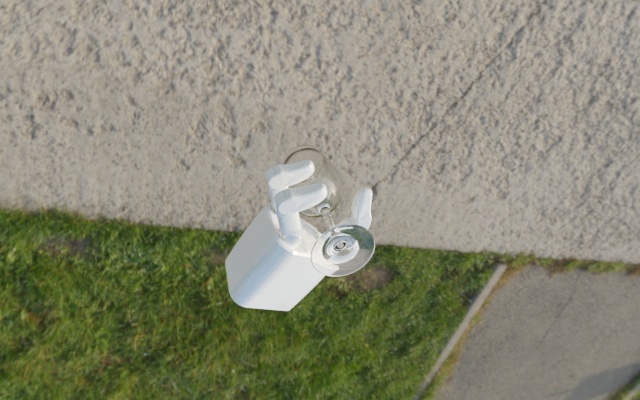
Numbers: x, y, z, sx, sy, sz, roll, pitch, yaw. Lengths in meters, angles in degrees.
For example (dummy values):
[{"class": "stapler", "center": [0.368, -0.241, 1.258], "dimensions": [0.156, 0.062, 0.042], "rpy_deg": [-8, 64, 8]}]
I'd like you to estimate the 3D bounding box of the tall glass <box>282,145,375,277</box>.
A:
[{"class": "tall glass", "center": [0.000, 0.002, 0.605], "dimensions": [0.079, 0.079, 0.201], "rpy_deg": [0, 34, -17]}]
